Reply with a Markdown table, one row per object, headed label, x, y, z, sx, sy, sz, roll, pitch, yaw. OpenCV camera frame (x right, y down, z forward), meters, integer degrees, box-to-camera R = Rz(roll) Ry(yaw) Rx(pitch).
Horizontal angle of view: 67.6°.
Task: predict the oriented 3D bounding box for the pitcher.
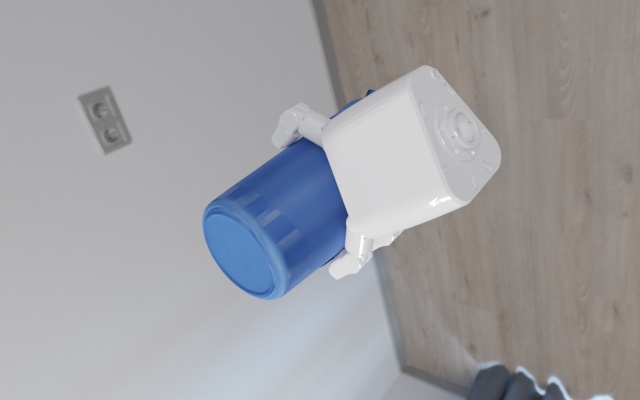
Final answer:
| label | x | y | z | sx | sy | sz | roll | pitch | yaw |
| --- | --- | --- | --- | --- | --- | --- | --- | --- | --- |
| pitcher | 0.000 | 0.002 | 0.509 | 0.242 | 0.149 | 0.145 | -38 | 8 | -39 |
